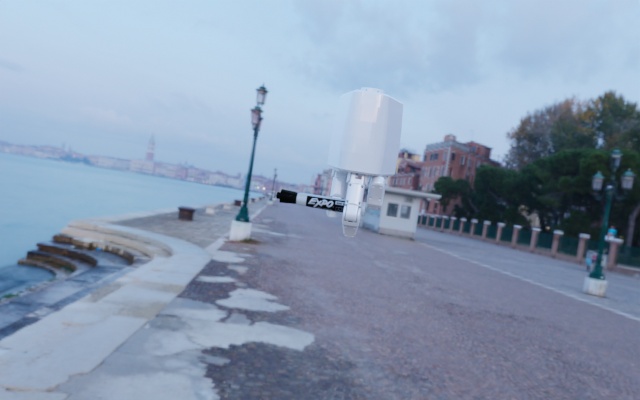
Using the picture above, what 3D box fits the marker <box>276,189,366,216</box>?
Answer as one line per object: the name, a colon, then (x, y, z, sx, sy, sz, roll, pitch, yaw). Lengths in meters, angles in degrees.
marker: (0.000, 0.002, 0.645, 0.121, 0.020, 0.020, 9, 1, 5)
